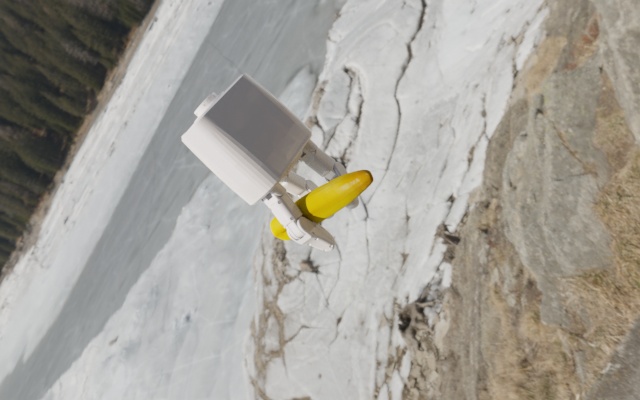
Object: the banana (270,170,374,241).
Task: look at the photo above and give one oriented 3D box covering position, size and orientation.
[{"bbox_3d":[-0.014,0.012,0.569,0.069,0.037,0.198,-36,1,-34],"label":"banana"}]
